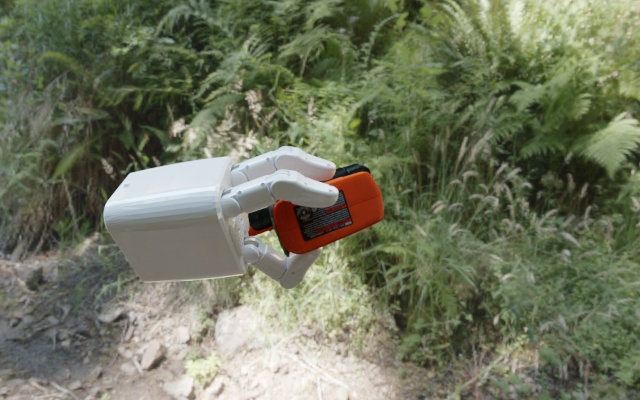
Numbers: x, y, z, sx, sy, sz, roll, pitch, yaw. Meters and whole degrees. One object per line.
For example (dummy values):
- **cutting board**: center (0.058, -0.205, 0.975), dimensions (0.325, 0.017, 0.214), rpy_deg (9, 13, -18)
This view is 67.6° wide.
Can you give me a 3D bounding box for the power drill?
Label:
- **power drill**: center (0.000, 0.002, 0.534), dimensions (0.184, 0.057, 0.187), rpy_deg (-22, 8, -13)
